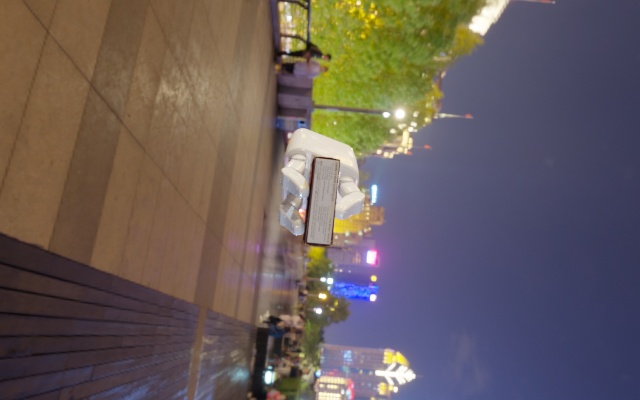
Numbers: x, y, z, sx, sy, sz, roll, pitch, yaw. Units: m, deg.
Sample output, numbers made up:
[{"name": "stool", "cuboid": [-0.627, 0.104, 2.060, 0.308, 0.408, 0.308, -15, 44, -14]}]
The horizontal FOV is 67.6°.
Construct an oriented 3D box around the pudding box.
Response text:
[{"name": "pudding box", "cuboid": [0.000, 0.002, 0.628, 0.039, 0.113, 0.090, 4, -1, -2]}]
